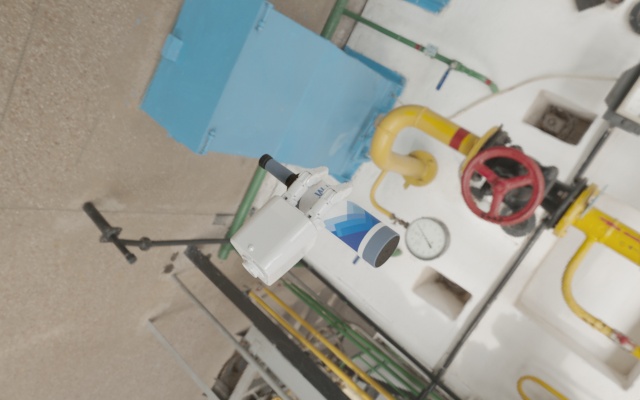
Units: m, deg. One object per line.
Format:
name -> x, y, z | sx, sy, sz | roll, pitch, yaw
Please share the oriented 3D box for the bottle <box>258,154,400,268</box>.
bottle -> 0.000, 0.003, 0.820 | 0.295, 0.069, 0.069 | 36, 18, 27
